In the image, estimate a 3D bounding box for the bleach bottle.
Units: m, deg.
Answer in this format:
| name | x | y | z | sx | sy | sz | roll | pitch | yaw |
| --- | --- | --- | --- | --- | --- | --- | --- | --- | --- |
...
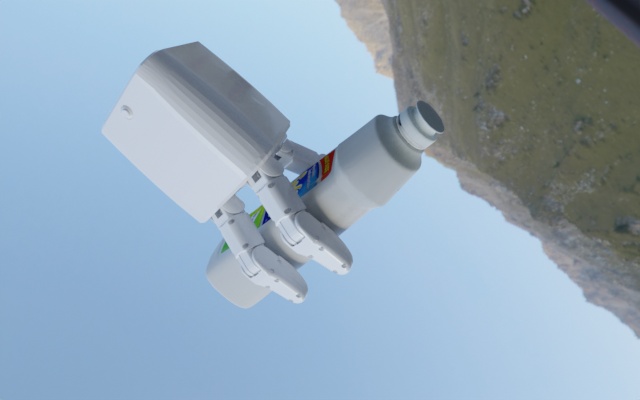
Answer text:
| name | x | y | z | sx | sy | sz | roll | pitch | yaw |
| --- | --- | --- | --- | --- | --- | --- | --- | --- | --- |
| bleach bottle | 0.000 | 0.001 | 0.409 | 0.251 | 0.068 | 0.102 | -39 | 14 | 36 |
